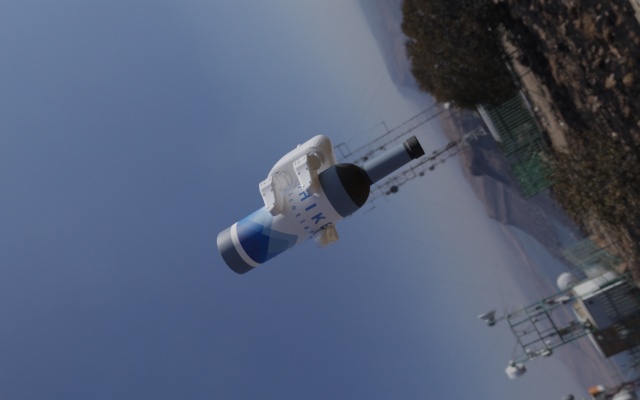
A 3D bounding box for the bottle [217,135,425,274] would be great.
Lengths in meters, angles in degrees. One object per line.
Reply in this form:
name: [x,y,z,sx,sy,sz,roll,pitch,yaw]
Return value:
bottle: [0.000,0.002,0.628,0.296,0.069,0.069,-30,-9,15]
